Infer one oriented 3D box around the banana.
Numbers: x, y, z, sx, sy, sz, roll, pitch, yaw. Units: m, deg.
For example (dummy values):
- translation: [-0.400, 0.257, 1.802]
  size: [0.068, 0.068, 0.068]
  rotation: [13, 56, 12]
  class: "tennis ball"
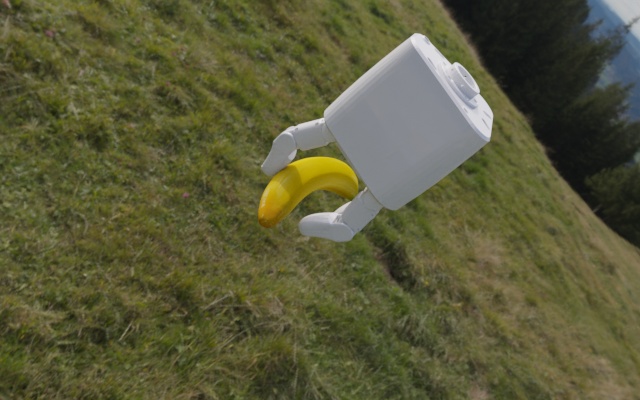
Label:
- translation: [-0.006, -0.015, 0.521]
  size: [0.037, 0.069, 0.198]
  rotation: [-33, -14, 32]
  class: "banana"
